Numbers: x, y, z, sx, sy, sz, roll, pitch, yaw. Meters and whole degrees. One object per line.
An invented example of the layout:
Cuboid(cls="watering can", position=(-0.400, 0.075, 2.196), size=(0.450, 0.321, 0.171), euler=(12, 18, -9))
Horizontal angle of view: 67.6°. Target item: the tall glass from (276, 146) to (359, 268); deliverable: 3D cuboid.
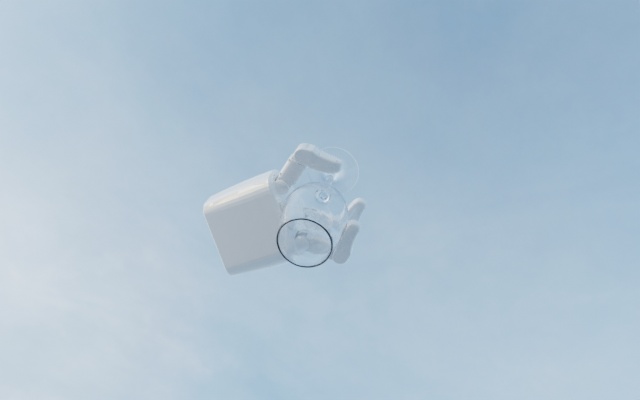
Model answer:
Cuboid(cls="tall glass", position=(0.000, 0.002, 0.592), size=(0.079, 0.079, 0.201), euler=(0, 26, 11))
